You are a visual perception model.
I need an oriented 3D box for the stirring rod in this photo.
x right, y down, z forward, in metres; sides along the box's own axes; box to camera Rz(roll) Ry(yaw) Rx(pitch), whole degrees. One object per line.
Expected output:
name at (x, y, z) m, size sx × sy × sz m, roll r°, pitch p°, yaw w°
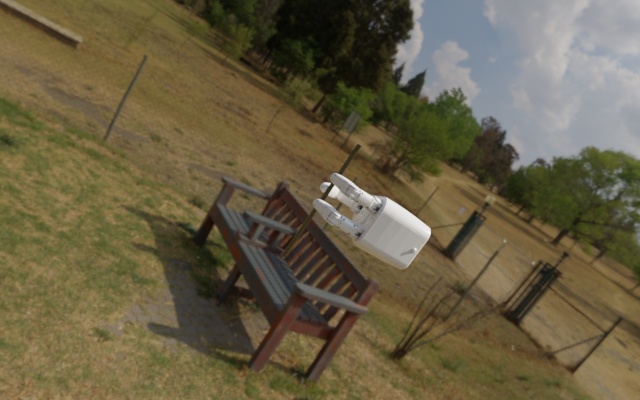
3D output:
stirring rod at (0.000, 0.003, 0.837) m, size 0.011 × 0.239 × 0.011 m, roll 33°, pitch 11°, yaw -7°
